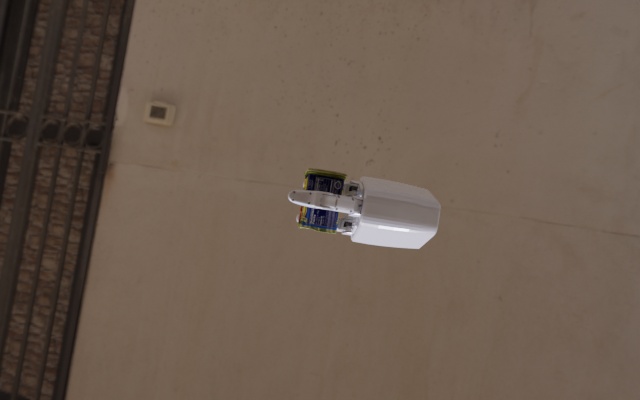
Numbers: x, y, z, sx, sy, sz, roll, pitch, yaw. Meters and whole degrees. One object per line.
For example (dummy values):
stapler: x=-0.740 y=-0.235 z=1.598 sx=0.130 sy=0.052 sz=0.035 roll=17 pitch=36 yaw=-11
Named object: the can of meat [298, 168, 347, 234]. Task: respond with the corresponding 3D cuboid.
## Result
can of meat: x=0.000 y=0.003 z=0.692 sx=0.057 sy=0.084 sz=0.102 roll=9 pitch=-2 yaw=-5
